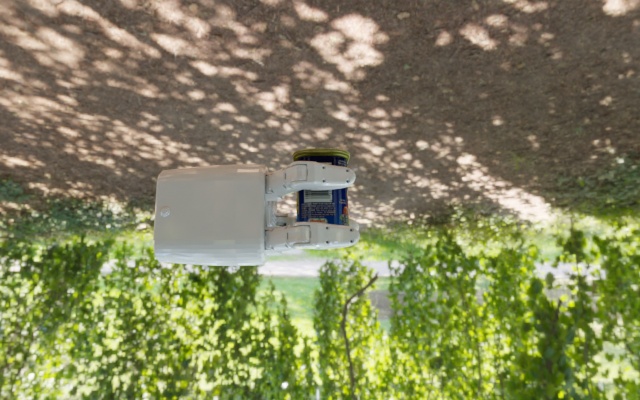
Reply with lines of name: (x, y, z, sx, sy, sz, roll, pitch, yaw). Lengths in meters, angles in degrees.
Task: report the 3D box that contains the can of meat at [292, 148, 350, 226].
can of meat: (0.000, 0.002, 0.496, 0.057, 0.084, 0.102, 0, -13, -2)
